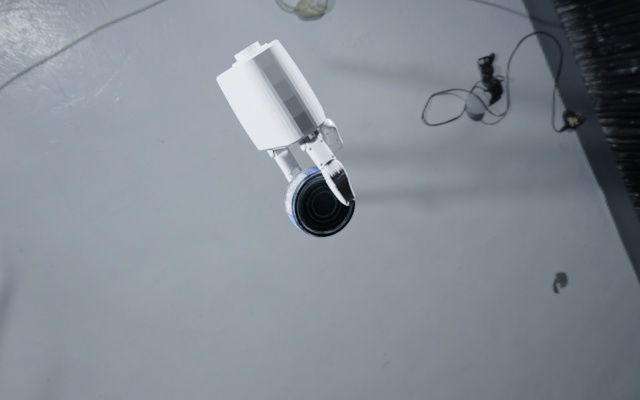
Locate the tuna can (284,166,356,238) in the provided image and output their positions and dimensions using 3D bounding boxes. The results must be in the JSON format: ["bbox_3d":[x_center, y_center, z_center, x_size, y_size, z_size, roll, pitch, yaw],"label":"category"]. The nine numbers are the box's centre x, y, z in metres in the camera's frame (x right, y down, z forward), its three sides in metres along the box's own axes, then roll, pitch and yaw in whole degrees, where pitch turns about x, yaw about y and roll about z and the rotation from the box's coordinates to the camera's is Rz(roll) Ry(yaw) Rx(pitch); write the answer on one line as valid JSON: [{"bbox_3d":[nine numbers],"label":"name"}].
[{"bbox_3d":[0.000,0.002,0.594,0.086,0.086,0.033,0,12,-22],"label":"tuna can"}]
